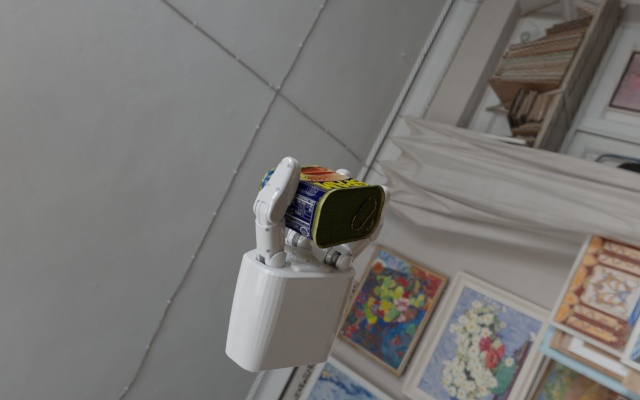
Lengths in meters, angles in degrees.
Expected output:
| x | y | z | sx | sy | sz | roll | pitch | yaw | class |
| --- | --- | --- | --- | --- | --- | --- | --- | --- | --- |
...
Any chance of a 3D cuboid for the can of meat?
| x | y | z | sx | sy | sz | roll | pitch | yaw | class |
| --- | --- | --- | --- | --- | --- | --- | --- | --- | --- |
| 0.000 | 0.001 | 0.475 | 0.084 | 0.057 | 0.102 | 23 | 19 | 37 | can of meat |
